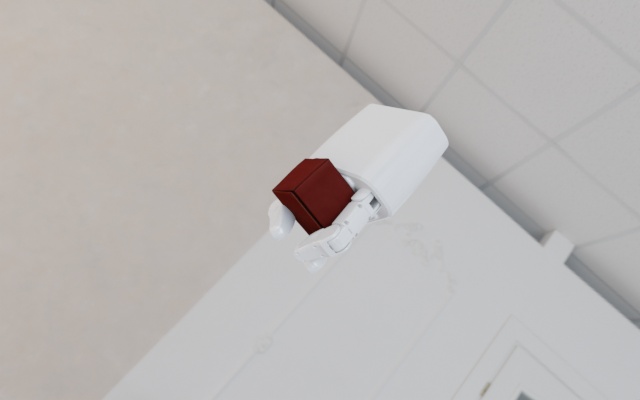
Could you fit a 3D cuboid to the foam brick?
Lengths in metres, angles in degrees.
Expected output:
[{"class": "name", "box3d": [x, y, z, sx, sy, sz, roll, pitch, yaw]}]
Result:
[{"class": "foam brick", "box3d": [0.000, 0.001, 0.480, 0.051, 0.078, 0.053, -46, 23, -18]}]
